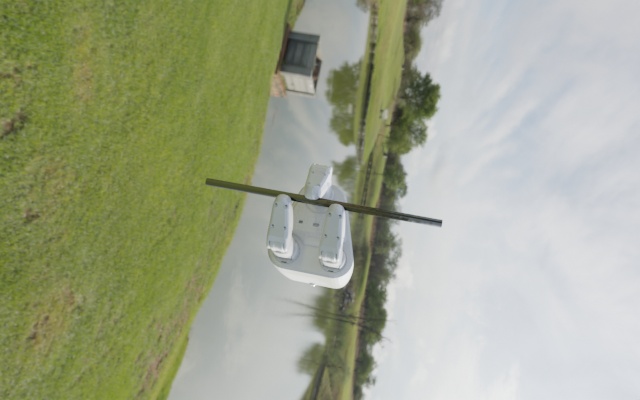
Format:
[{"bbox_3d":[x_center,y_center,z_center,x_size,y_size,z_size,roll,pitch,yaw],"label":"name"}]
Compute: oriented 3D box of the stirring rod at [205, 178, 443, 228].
[{"bbox_3d":[0.000,0.002,0.478,0.239,0.011,0.011,10,1,7],"label":"stirring rod"}]
